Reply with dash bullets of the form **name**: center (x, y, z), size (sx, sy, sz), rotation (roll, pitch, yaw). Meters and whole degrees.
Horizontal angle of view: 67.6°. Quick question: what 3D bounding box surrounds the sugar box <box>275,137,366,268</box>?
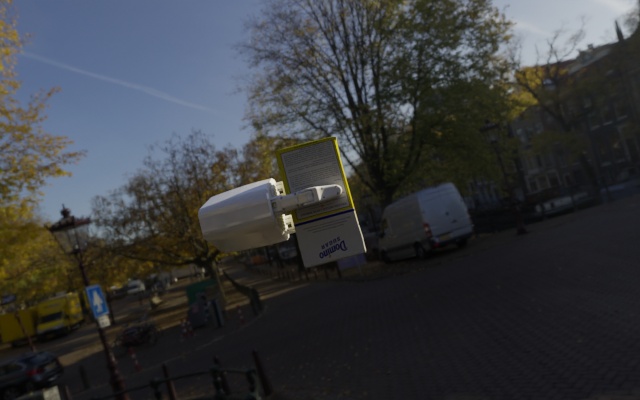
- **sugar box**: center (0.000, 0.002, 0.701), size (0.093, 0.176, 0.048), rotation (-14, -2, 2)
